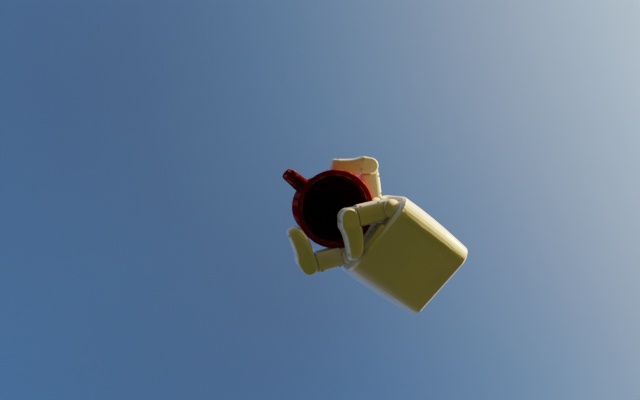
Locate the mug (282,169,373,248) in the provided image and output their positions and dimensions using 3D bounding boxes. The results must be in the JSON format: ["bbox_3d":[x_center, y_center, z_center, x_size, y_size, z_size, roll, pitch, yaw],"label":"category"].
[{"bbox_3d":[-0.001,0.001,0.597,0.117,0.093,0.081,36,-6,-11],"label":"mug"}]
